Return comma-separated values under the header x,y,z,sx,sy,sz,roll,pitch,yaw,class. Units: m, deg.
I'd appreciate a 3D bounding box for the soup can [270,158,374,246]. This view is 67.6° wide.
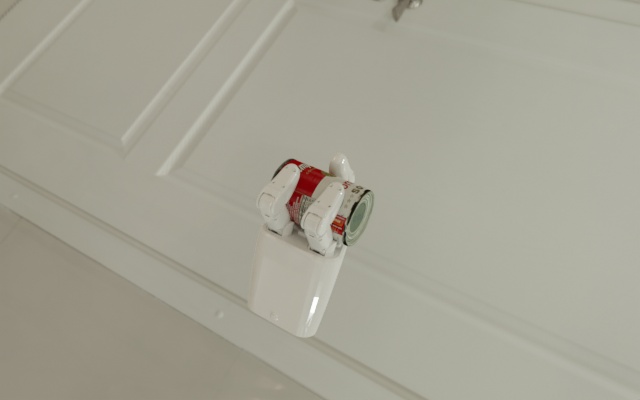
x,y,z,sx,sy,sz,roll,pitch,yaw,class
0.001,0.001,0.532,0.102,0.068,0.068,23,9,22,soup can
